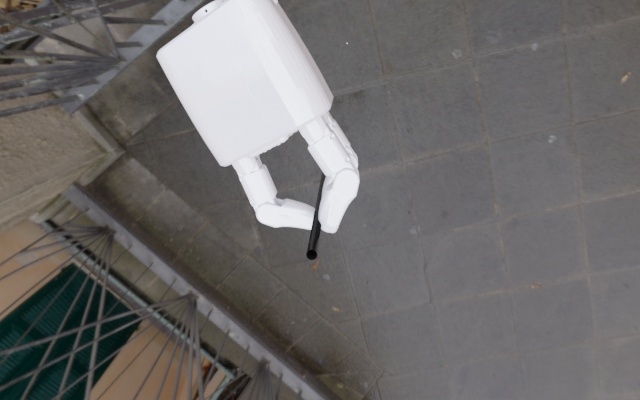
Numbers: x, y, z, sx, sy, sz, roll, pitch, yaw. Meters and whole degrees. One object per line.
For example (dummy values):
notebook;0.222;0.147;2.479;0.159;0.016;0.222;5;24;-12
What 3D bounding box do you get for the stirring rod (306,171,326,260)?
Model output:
stirring rod;0.000;0.001;0.456;0.011;0.011;0.239;0;18;3
